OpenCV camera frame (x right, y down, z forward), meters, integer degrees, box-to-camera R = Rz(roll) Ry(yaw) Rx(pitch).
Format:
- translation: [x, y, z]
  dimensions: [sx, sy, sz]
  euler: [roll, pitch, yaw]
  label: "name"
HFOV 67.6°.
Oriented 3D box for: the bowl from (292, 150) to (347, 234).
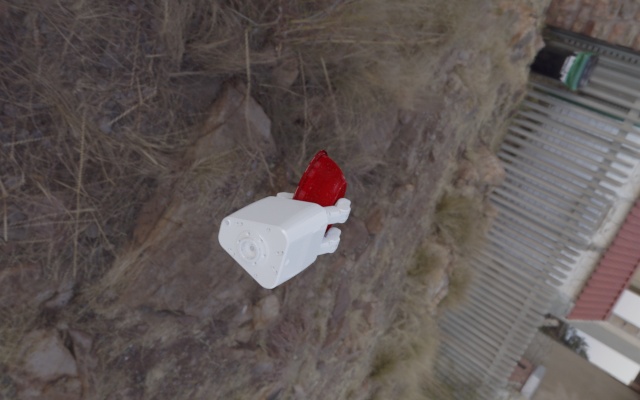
- translation: [0.001, 0.002, 0.774]
  dimensions: [0.055, 0.162, 0.162]
  euler: [22, 4, 10]
  label: "bowl"
